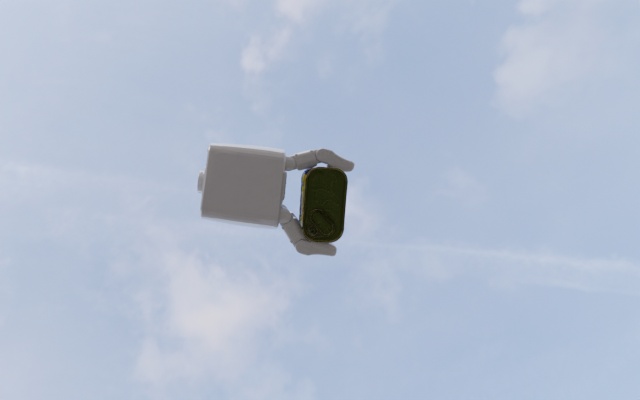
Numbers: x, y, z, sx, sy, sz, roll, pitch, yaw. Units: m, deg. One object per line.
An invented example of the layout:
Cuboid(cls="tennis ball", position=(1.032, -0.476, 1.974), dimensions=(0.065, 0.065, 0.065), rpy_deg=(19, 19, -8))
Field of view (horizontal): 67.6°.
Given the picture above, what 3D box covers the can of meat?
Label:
Cuboid(cls="can of meat", position=(0.000, 0.002, 0.679), dimensions=(0.057, 0.102, 0.084), rpy_deg=(3, 5, -9))
